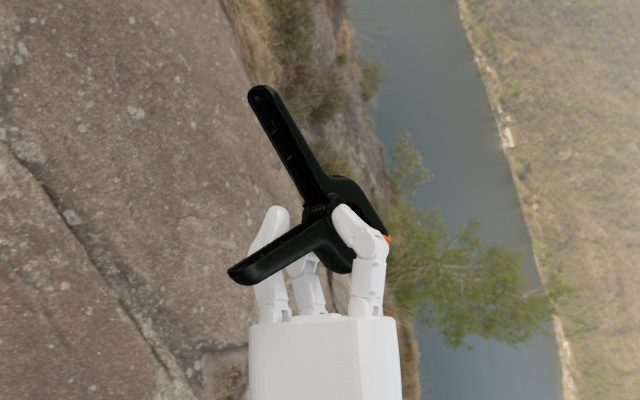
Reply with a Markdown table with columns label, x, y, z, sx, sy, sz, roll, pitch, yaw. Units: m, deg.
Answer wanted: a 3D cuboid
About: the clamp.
| label | x | y | z | sx | sy | sz | roll | pitch | yaw |
| --- | --- | --- | --- | --- | --- | --- | --- | --- | --- |
| clamp | 0.001 | 0.002 | 0.430 | 0.036 | 0.164 | 0.210 | -13 | -20 | 34 |
